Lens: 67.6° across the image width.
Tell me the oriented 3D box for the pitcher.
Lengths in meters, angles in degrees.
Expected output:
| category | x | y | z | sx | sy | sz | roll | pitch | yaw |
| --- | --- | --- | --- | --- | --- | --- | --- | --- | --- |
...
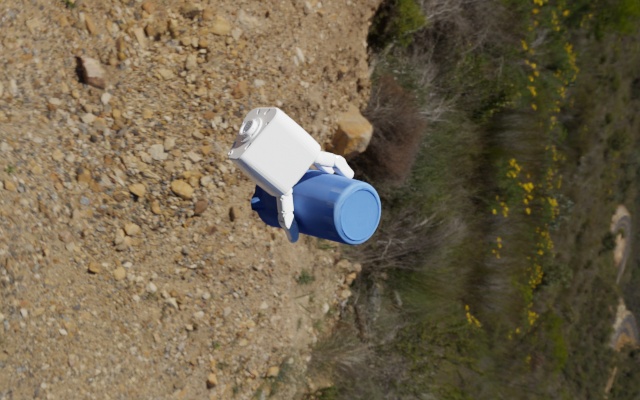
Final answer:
| category | x | y | z | sx | sy | sz | roll | pitch | yaw |
| --- | --- | --- | --- | --- | --- | --- | --- | --- | --- |
| pitcher | 0.000 | 0.003 | 0.885 | 0.243 | 0.149 | 0.145 | 14 | -24 | 50 |
